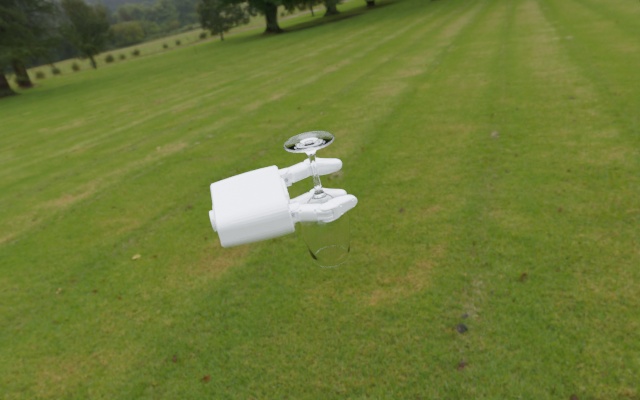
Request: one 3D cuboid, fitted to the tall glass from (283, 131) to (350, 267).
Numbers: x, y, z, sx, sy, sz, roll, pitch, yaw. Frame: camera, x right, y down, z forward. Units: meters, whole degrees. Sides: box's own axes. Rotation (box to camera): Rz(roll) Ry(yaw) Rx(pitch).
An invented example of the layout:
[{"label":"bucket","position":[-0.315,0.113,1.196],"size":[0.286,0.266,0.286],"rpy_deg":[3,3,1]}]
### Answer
[{"label":"tall glass","position":[0.000,0.002,0.723],"size":[0.079,0.201,0.079],"rpy_deg":[-9,27,5]}]
